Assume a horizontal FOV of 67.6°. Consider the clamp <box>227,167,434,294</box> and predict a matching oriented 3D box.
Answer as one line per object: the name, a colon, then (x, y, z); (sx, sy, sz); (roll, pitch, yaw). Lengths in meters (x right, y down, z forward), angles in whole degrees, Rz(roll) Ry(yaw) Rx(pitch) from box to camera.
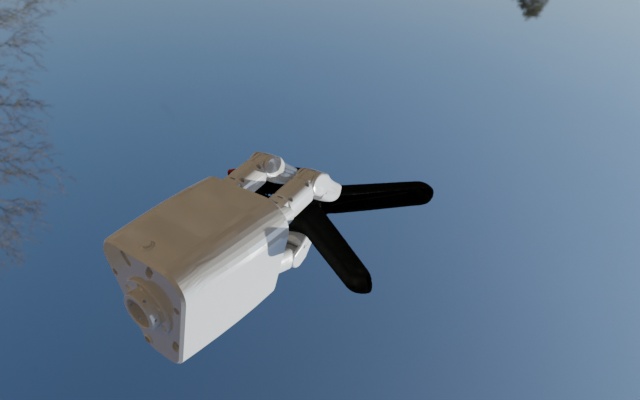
clamp: (0.000, 0.002, 0.482); (0.210, 0.036, 0.164); (22, 39, 30)
